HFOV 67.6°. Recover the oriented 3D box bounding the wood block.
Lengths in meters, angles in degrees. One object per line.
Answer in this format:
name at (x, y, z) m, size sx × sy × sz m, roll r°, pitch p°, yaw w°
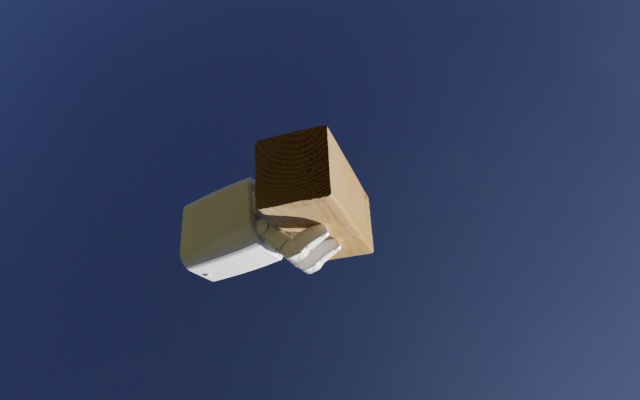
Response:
wood block at (0.000, 0.002, 0.614) m, size 0.090 × 0.090 × 0.206 m, roll -11°, pitch -26°, yaw 15°
